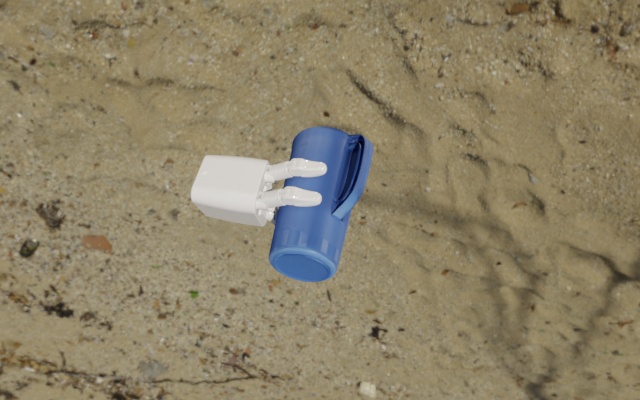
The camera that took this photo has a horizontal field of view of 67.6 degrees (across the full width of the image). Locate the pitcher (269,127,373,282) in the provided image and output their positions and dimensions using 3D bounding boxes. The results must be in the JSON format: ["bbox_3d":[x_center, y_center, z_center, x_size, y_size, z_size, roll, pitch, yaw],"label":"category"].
[{"bbox_3d":[0.000,0.003,0.786,0.145,0.242,0.149,9,-34,5],"label":"pitcher"}]
